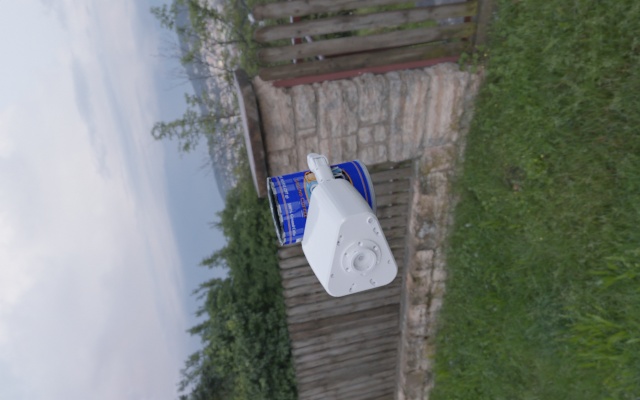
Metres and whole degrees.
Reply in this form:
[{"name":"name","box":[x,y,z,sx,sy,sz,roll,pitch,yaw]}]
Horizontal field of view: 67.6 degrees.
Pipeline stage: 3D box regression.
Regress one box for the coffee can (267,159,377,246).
[{"name":"coffee can","box":[0.000,0.002,0.710,0.140,0.103,0.103,-12,2,-11]}]
